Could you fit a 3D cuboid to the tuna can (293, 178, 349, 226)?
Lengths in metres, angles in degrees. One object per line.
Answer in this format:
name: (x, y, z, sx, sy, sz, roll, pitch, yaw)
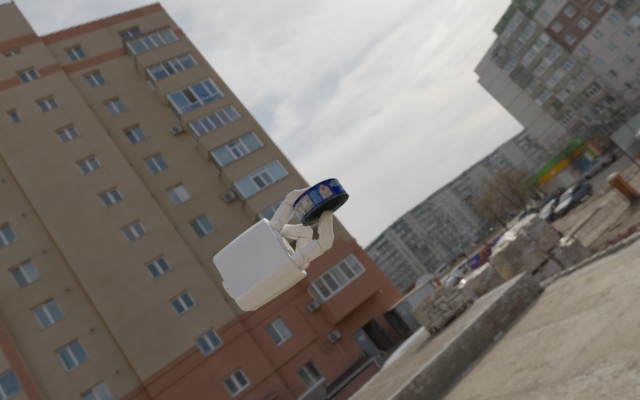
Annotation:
tuna can: (0.000, 0.002, 0.743, 0.086, 0.033, 0.086, -31, -15, -9)
